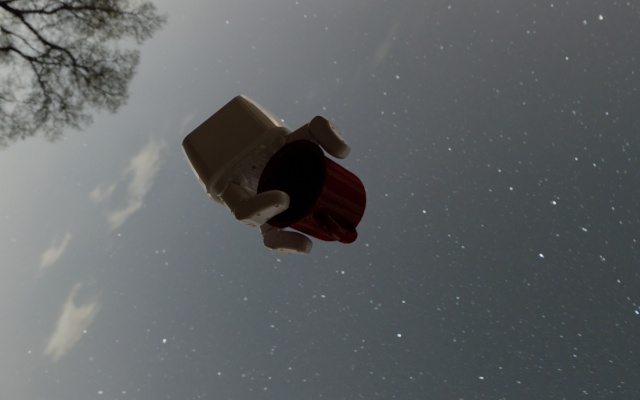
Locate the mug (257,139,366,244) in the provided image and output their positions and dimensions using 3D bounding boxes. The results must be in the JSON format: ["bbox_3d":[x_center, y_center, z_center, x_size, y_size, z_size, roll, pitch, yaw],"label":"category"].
[{"bbox_3d":[0.001,0.002,0.490,0.081,0.093,0.117,27,17,-46],"label":"mug"}]
